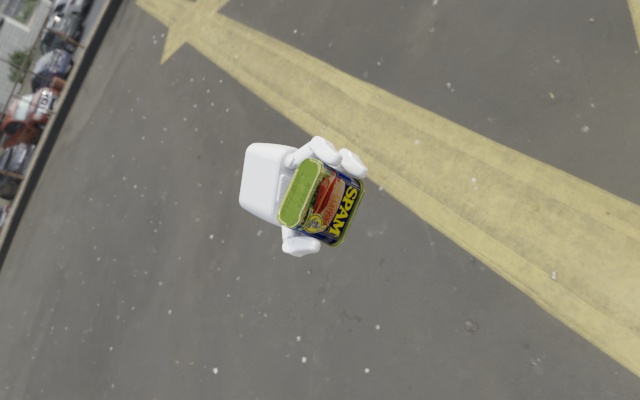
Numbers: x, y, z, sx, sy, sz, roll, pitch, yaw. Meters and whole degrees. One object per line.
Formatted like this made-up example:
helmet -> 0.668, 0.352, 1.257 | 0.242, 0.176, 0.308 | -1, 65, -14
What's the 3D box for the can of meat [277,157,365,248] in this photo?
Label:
can of meat -> 0.000, 0.002, 0.641 | 0.084, 0.102, 0.057 | 25, -2, -39
